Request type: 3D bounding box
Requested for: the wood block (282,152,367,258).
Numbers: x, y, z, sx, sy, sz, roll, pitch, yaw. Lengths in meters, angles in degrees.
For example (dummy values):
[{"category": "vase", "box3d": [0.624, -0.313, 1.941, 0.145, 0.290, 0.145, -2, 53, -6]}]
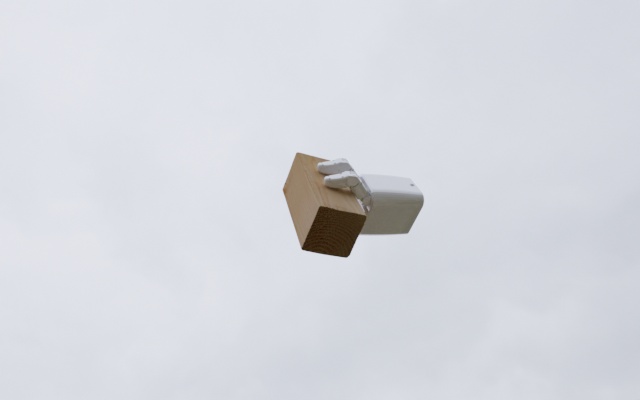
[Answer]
[{"category": "wood block", "box3d": [0.000, 0.003, 0.871, 0.090, 0.091, 0.206, 12, 26, -21]}]
